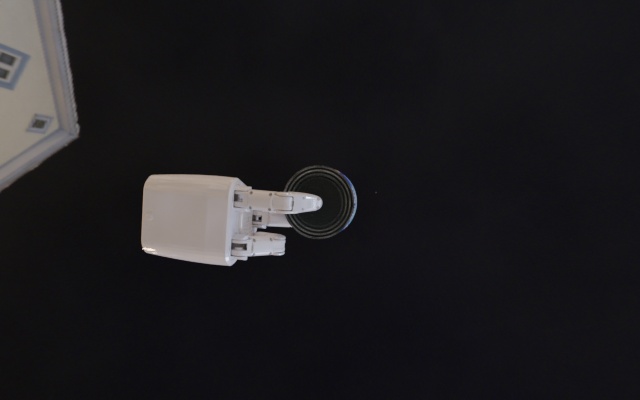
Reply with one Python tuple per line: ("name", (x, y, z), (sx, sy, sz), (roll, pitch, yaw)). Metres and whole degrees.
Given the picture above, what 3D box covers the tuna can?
("tuna can", (0.000, 0.002, 0.571), (0.086, 0.086, 0.034), (0, 1, 12))
